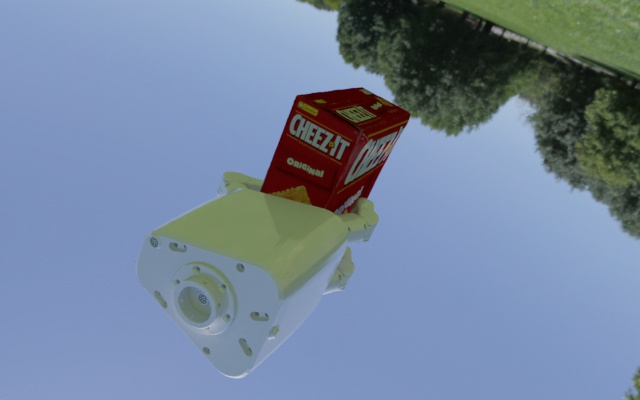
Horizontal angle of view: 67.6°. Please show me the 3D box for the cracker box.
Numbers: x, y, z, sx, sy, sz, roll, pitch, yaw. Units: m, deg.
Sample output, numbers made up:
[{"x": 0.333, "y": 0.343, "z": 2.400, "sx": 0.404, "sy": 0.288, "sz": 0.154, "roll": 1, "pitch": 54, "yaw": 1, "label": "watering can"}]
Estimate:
[{"x": 0.000, "y": 0.002, "z": 0.478, "sx": 0.072, "sy": 0.214, "sz": 0.164, "roll": 31, "pitch": 25, "yaw": 13, "label": "cracker box"}]
